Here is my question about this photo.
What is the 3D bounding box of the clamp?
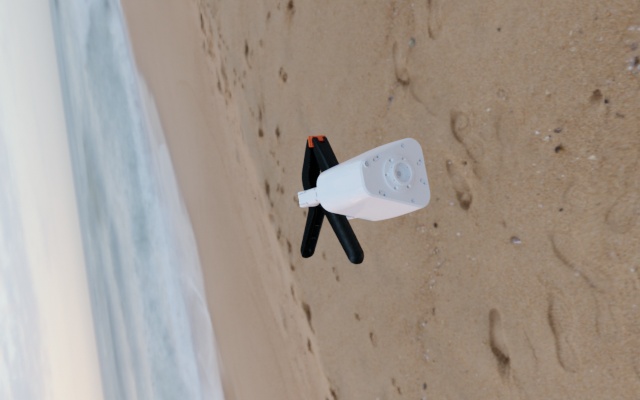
[{"bbox_3d":[-0.001,0.002,0.771,0.036,0.210,0.164,-7,-6,-33],"label":"clamp"}]
